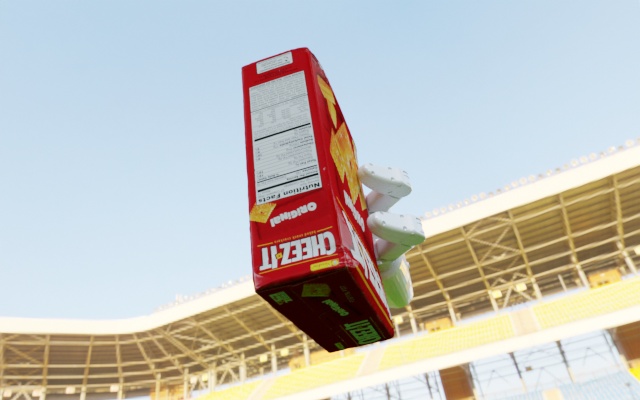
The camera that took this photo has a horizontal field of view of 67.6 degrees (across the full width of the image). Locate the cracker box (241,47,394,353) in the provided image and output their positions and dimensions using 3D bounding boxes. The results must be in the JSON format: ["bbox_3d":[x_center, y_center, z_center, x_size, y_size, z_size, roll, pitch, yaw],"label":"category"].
[{"bbox_3d":[0.000,0.001,0.414,0.072,0.213,0.164,-17,-34,11],"label":"cracker box"}]
